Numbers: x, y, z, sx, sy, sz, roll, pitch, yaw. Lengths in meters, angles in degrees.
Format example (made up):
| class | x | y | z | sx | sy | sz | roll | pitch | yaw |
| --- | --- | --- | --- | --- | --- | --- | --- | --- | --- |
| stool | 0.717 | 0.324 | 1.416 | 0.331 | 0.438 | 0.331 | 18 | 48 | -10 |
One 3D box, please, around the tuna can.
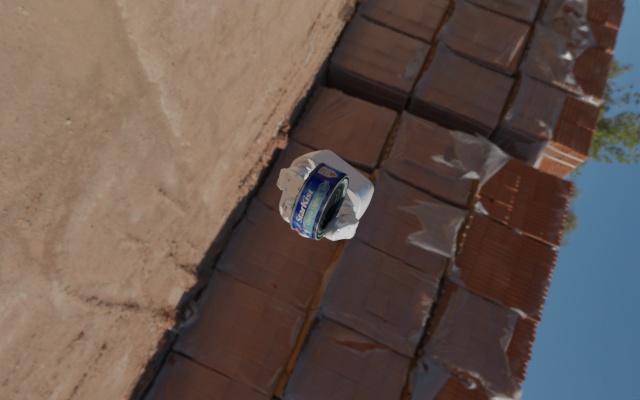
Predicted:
| class | x | y | z | sx | sy | sz | roll | pitch | yaw |
| --- | --- | --- | --- | --- | --- | --- | --- | --- | --- |
| tuna can | 0.001 | 0.002 | 0.552 | 0.034 | 0.086 | 0.086 | 26 | 6 | 14 |
